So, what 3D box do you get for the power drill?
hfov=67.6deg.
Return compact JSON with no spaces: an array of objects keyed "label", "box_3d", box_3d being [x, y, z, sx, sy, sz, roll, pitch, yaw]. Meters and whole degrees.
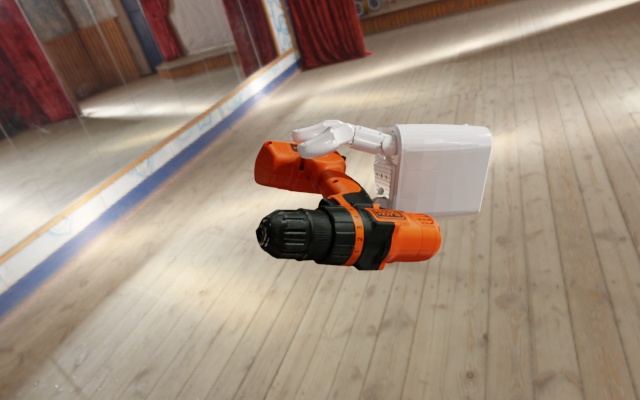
[{"label":"power drill","box_3d":[0.000,0.001,0.471,0.184,0.057,0.187,6,25,-32]}]
